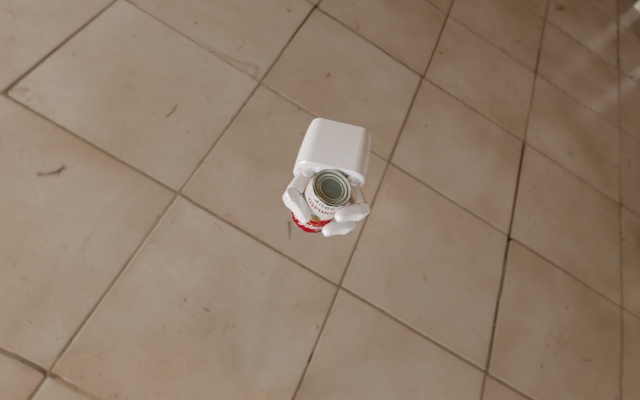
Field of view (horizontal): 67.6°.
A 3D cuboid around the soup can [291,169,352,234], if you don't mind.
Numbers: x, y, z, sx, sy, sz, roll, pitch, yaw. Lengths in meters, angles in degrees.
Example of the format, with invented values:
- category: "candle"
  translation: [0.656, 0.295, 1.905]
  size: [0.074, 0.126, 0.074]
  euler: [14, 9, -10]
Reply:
- category: "soup can"
  translation: [0.000, 0.003, 0.773]
  size: [0.068, 0.068, 0.102]
  euler: [0, -27, -25]
